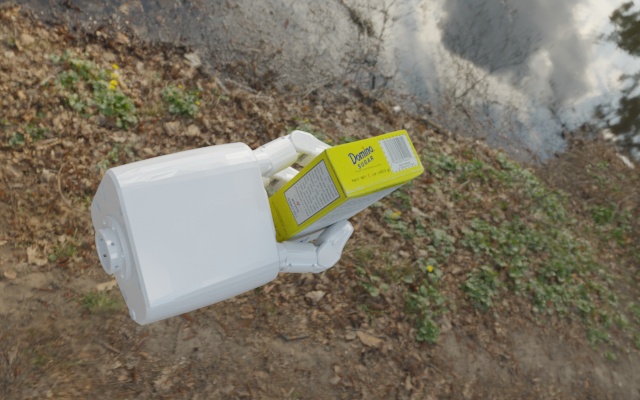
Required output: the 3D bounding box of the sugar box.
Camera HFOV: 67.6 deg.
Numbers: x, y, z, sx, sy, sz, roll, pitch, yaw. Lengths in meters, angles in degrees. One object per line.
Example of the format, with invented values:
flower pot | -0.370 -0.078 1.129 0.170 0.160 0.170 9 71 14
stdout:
sugar box | 0.000 0.001 0.431 0.093 0.048 0.176 -17 -9 -38
